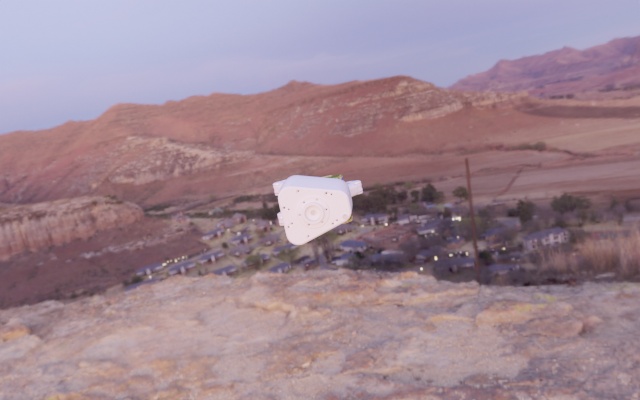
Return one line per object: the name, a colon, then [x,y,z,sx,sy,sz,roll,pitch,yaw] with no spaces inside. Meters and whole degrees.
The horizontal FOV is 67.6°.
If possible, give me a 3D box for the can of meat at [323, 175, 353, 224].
can of meat: [0.000,0.002,0.866,0.102,0.084,0.057,-11,10,7]
